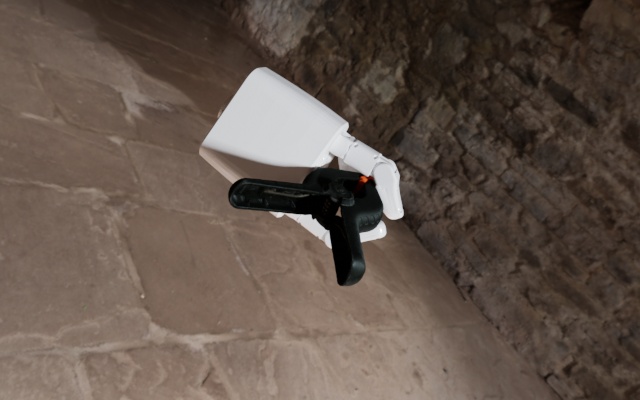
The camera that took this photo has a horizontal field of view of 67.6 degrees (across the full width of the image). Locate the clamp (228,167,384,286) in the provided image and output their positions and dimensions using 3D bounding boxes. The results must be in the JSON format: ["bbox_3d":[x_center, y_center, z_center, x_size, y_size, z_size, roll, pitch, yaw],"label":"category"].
[{"bbox_3d":[0.001,0.001,0.414,0.120,0.039,0.171,36,24,3],"label":"clamp"}]
